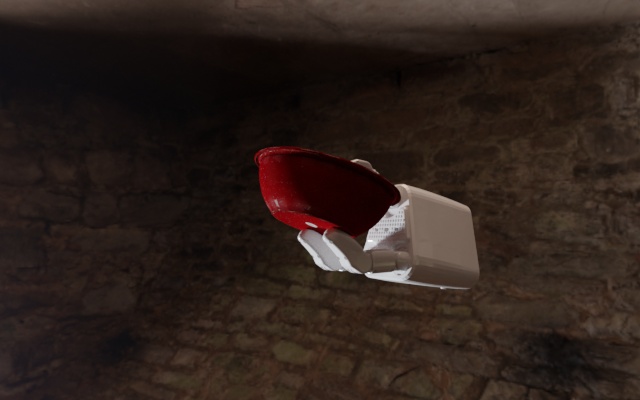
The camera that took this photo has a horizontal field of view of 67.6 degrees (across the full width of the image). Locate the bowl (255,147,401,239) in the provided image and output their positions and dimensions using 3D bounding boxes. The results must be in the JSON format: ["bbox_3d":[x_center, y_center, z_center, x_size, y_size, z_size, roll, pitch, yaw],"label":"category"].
[{"bbox_3d":[-0.001,0.002,0.505,0.162,0.055,0.162,16,-14,4],"label":"bowl"}]
